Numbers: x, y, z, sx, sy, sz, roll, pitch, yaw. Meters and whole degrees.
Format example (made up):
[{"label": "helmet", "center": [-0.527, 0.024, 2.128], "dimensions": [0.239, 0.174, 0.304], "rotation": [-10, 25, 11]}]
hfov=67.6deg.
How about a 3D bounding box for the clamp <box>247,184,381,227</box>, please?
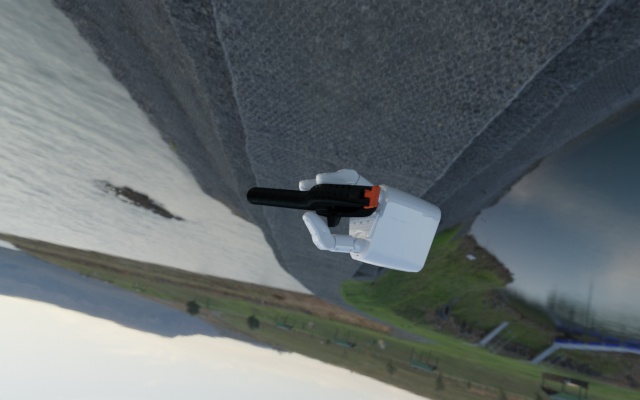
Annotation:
[{"label": "clamp", "center": [0.000, 0.003, 0.665], "dimensions": [0.164, 0.036, 0.210], "rotation": [15, -14, -26]}]
